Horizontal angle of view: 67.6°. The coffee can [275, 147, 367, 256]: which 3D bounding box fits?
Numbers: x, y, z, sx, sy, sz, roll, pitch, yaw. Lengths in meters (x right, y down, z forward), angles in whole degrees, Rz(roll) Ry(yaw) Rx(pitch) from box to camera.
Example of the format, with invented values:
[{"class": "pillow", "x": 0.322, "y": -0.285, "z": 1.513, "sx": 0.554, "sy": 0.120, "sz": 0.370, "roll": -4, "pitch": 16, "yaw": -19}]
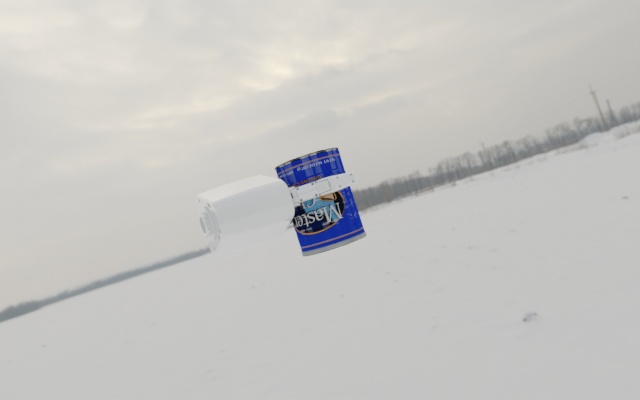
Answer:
[{"class": "coffee can", "x": 0.000, "y": 0.002, "z": 0.726, "sx": 0.103, "sy": 0.140, "sz": 0.103, "roll": -18, "pitch": -1, "yaw": 0}]
